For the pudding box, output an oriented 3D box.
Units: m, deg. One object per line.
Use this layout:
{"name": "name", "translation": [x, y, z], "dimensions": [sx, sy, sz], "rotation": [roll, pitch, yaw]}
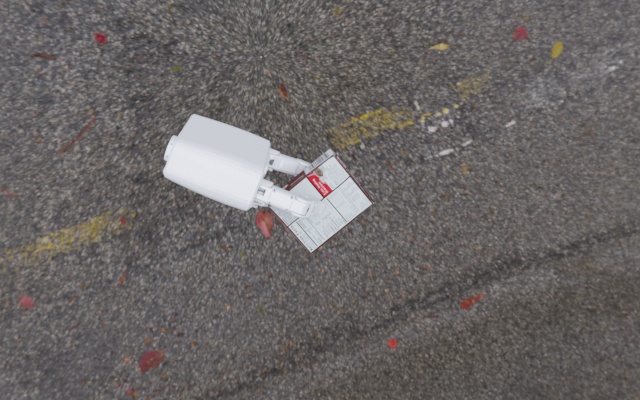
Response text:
{"name": "pudding box", "translation": [0.000, 0.002, 0.634], "dimensions": [0.113, 0.090, 0.039], "rotation": [-38, 16, 6]}
